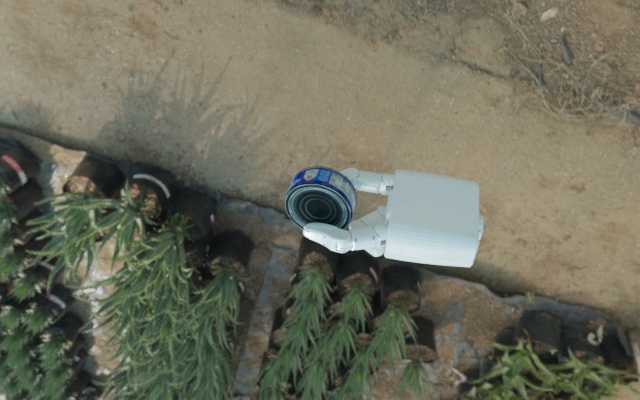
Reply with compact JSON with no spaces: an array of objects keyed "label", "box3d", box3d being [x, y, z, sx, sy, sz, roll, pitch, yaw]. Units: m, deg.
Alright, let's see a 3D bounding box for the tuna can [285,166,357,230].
[{"label":"tuna can","box3d":[0.000,0.002,0.586,0.086,0.086,0.033,0,40,18]}]
